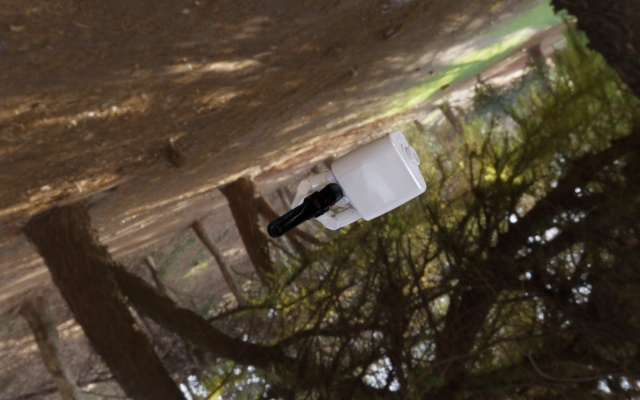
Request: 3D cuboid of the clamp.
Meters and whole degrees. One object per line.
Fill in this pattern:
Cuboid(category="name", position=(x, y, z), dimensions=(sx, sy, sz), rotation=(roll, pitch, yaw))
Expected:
Cuboid(category="clamp", position=(0.000, 0.003, 0.715), dimensions=(0.120, 0.039, 0.171), rotation=(-27, 3, 24))
